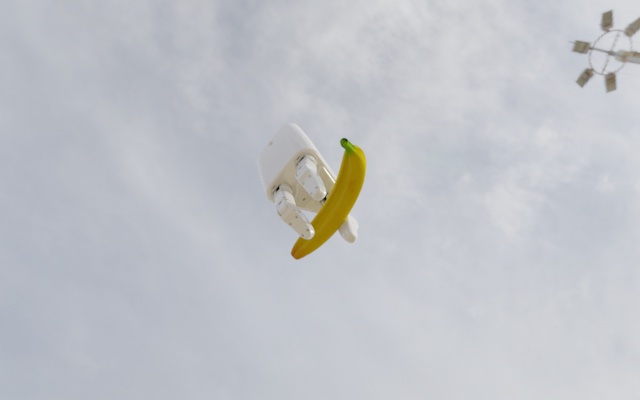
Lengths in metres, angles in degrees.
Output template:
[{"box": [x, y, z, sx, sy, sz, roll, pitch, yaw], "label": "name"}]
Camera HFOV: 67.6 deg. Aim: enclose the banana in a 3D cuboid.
[{"box": [0.017, 0.000, 0.644, 0.069, 0.198, 0.037, 2, 35, -33], "label": "banana"}]
